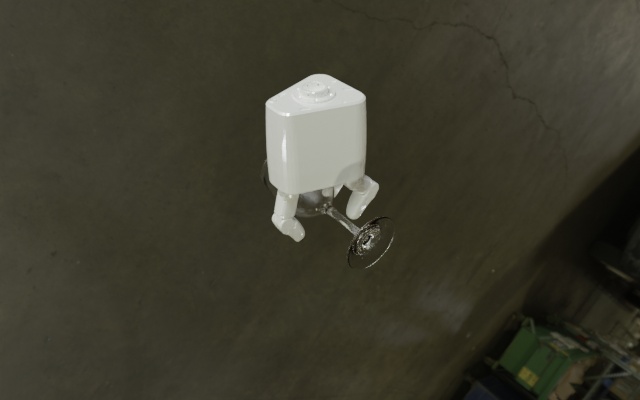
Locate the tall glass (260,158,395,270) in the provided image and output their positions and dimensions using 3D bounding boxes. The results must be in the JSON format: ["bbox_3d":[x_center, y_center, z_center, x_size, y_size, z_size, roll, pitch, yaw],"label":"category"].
[{"bbox_3d":[0.000,0.003,0.623,0.079,0.079,0.201,0,29,-44],"label":"tall glass"}]
